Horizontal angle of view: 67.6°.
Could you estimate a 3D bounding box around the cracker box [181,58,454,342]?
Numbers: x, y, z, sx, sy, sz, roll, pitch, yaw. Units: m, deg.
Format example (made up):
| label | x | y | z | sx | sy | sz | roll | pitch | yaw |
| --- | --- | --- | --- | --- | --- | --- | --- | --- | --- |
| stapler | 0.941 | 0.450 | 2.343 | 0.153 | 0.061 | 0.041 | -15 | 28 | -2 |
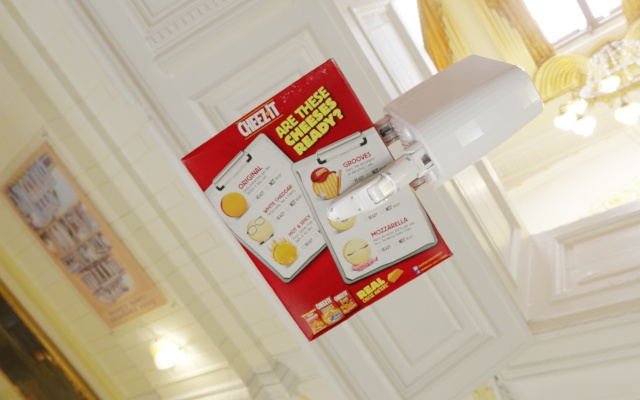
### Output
| label | x | y | z | sx | sy | sz | roll | pitch | yaw |
| --- | --- | --- | --- | --- | --- | --- | --- | --- | --- |
| cracker box | 0.000 | 0.002 | 0.464 | 0.164 | 0.214 | 0.072 | -33 | 10 | 5 |
